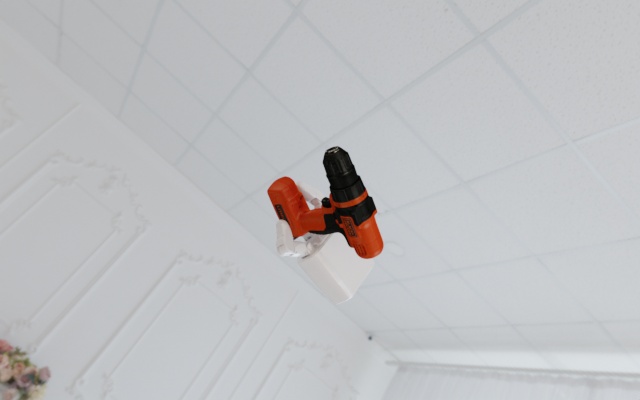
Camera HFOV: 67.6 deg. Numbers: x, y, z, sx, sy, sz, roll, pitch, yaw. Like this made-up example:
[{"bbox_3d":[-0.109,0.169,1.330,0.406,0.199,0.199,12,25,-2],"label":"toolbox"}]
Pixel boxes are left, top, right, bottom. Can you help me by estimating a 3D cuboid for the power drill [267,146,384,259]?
[{"bbox_3d":[0.000,0.003,0.747,0.187,0.184,0.057,5,34,47],"label":"power drill"}]
